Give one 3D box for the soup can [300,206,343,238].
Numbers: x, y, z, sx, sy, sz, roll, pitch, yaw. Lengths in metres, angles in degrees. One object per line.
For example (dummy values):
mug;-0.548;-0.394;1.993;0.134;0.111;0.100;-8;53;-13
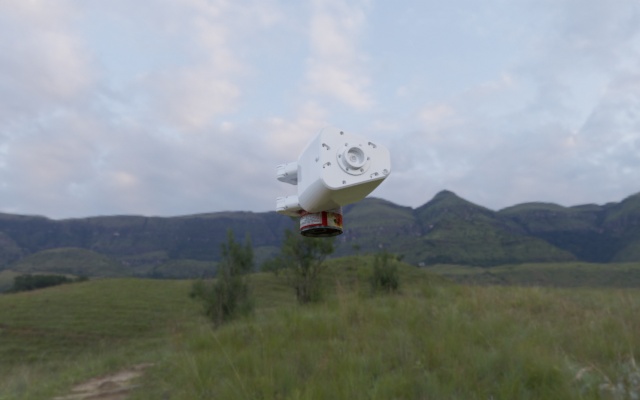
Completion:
soup can;0.000;0.002;0.764;0.068;0.102;0.068;-2;-17;0
